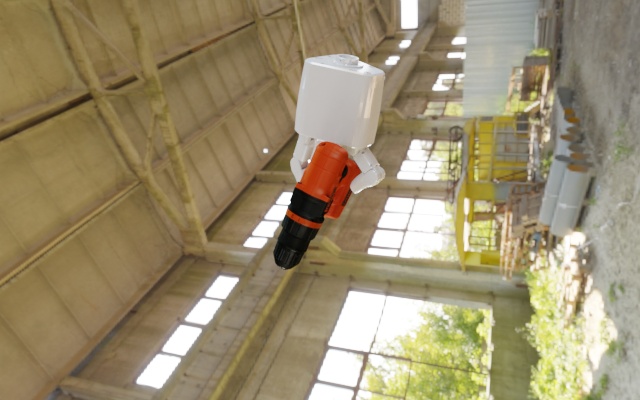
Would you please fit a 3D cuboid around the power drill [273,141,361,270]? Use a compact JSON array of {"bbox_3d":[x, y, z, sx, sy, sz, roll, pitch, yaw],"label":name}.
[{"bbox_3d":[0.000,0.002,0.703,0.057,0.184,0.187,27,12,7],"label":"power drill"}]
